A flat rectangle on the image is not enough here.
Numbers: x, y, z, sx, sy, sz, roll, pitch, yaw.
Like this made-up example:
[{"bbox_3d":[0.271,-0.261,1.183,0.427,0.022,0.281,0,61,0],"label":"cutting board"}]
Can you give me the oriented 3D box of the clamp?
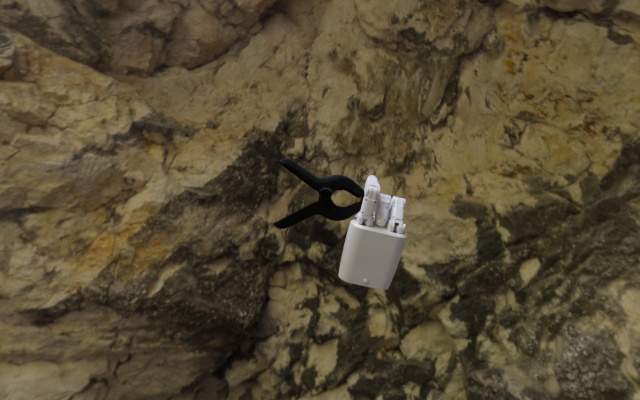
[{"bbox_3d":[0.000,0.003,0.819,0.171,0.120,0.039,13,4,0],"label":"clamp"}]
